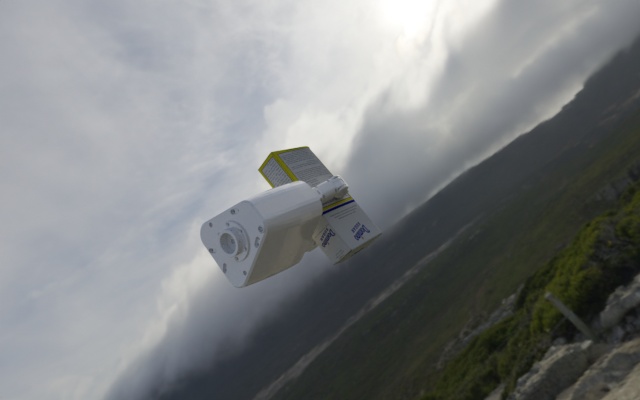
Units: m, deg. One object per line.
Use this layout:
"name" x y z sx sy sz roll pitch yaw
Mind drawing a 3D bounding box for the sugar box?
"sugar box" 0.000 0.003 0.679 0.048 0.176 0.093 -46 -15 33
